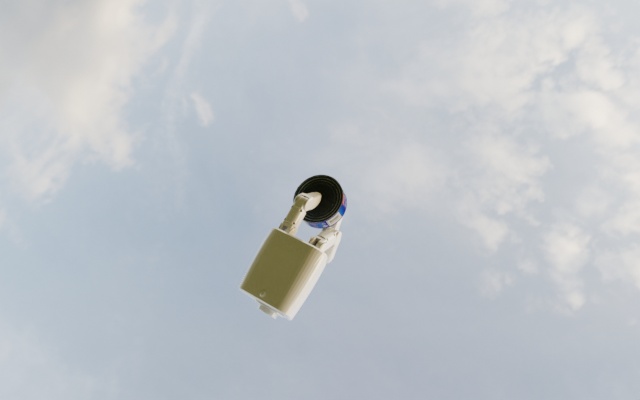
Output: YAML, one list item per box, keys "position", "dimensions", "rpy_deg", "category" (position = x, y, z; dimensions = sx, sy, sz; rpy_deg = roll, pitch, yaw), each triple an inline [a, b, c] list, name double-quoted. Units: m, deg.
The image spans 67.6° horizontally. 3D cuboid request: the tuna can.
- position: [0.000, 0.003, 0.792]
  dimensions: [0.086, 0.086, 0.034]
  rpy_deg: [0, -23, 18]
  category: "tuna can"
